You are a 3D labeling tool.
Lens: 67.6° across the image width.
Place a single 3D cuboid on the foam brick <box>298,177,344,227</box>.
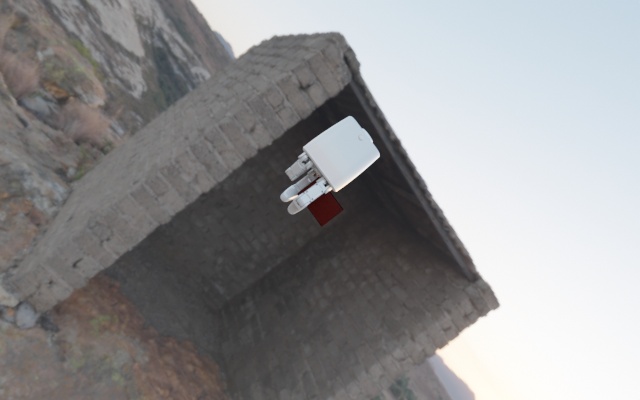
[{"bbox_3d":[0.000,0.003,0.885,0.051,0.078,0.053,-37,-1,-3],"label":"foam brick"}]
